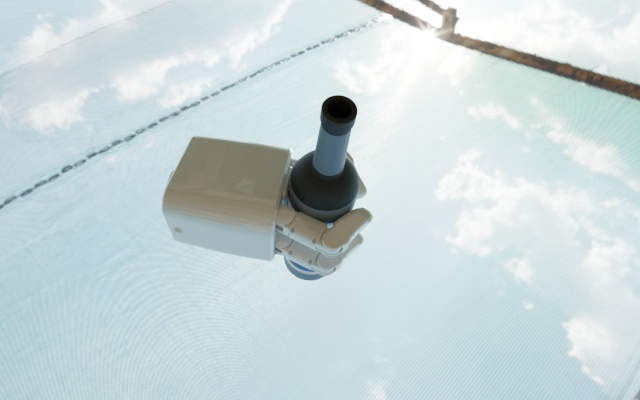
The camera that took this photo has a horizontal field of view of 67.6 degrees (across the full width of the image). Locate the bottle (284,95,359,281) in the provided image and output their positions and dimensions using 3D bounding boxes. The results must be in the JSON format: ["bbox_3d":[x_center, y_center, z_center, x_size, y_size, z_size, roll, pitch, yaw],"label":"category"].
[{"bbox_3d":[0.000,0.002,0.482,0.069,0.069,0.296,0,-28,-6],"label":"bottle"}]
